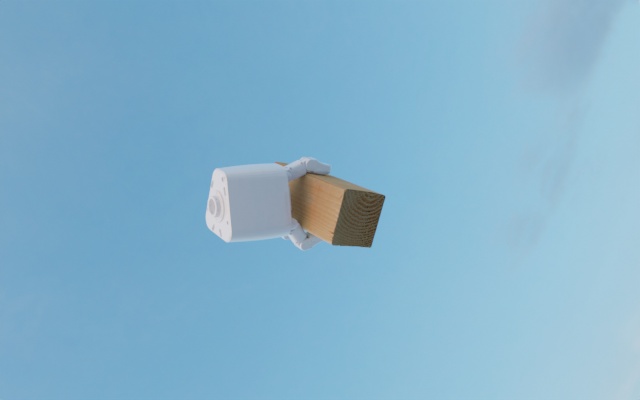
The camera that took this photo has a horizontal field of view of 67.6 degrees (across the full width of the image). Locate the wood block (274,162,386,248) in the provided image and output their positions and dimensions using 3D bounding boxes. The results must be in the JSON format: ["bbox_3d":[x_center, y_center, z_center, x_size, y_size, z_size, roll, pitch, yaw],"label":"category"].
[{"bbox_3d":[0.000,0.002,0.813,0.090,0.091,0.206,8,11,-39],"label":"wood block"}]
